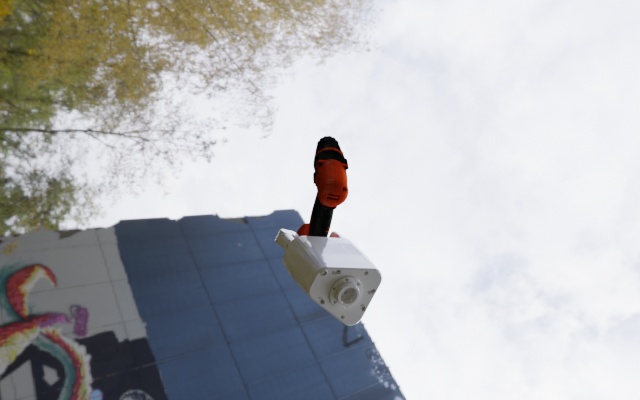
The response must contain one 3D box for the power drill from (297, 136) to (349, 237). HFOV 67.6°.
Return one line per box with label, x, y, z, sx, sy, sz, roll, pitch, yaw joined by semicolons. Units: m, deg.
power drill;0.000;0.003;0.793;0.057;0.188;0.184;9;31;-6
